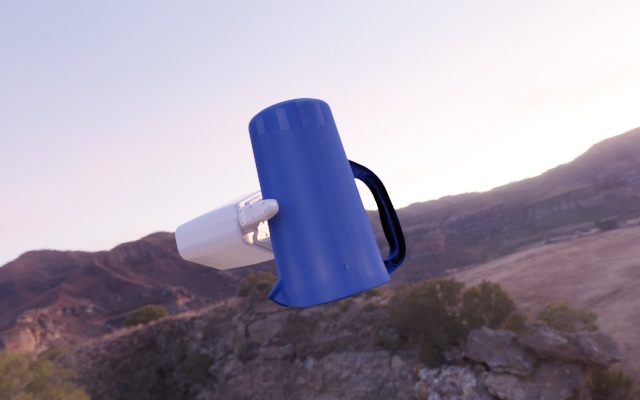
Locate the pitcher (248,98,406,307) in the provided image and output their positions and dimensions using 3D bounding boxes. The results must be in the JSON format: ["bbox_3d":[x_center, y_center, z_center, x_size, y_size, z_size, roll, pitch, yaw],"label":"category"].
[{"bbox_3d":[0.000,0.002,0.593,0.145,0.243,0.149,-18,-7,25],"label":"pitcher"}]
